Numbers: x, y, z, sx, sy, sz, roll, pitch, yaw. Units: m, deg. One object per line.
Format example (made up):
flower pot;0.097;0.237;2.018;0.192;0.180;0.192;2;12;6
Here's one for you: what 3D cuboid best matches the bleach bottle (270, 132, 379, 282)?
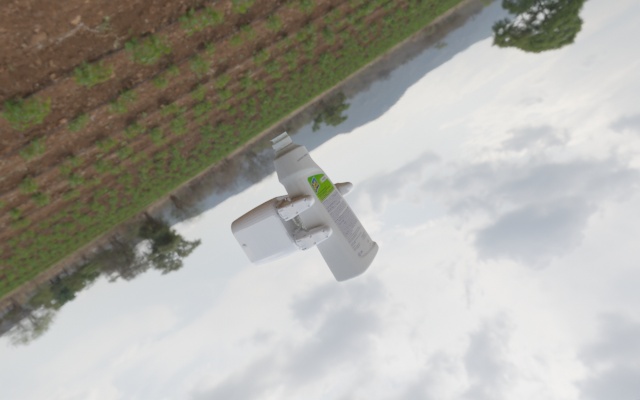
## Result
bleach bottle;0.000;0.003;0.771;0.068;0.251;0.102;-25;11;29
